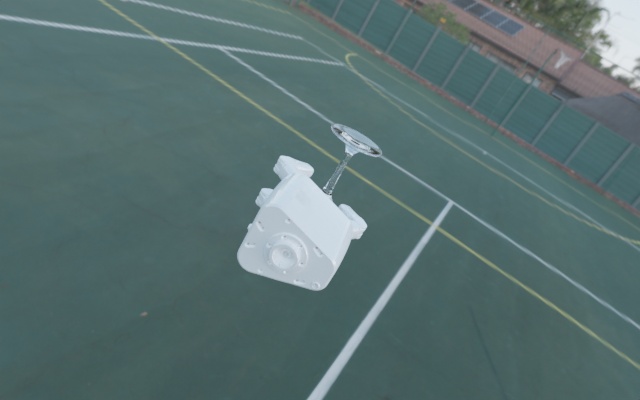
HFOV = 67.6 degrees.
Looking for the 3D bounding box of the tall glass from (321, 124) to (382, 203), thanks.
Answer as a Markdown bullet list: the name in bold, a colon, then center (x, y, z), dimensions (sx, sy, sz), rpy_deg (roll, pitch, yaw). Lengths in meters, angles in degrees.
- **tall glass**: center (0.001, 0.002, 0.642), dimensions (0.079, 0.201, 0.079), rpy_deg (25, 24, -12)
